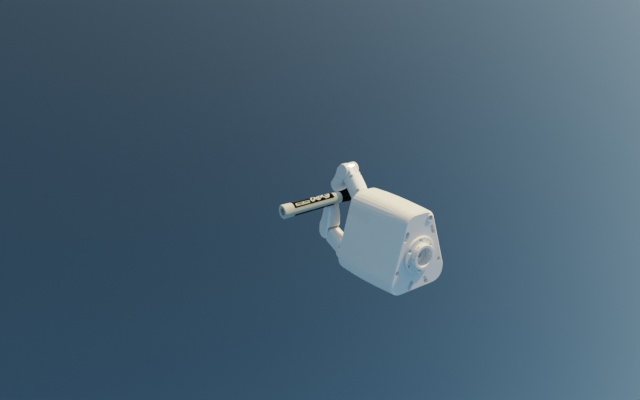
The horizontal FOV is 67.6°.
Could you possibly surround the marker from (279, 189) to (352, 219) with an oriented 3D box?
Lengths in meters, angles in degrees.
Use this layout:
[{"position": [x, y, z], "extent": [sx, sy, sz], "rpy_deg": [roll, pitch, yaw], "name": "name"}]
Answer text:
[{"position": [0.000, 0.002, 0.654], "extent": [0.121, 0.020, 0.020], "rpy_deg": [-14, 7, -31], "name": "marker"}]
